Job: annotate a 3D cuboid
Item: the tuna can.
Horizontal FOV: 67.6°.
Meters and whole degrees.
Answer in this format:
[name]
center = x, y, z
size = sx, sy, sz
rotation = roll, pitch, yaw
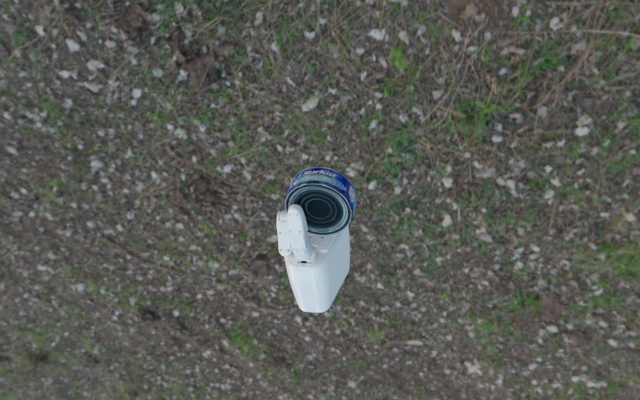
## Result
[tuna can]
center = 0.000, 0.002, 0.587
size = 0.086, 0.086, 0.033
rotation = 0, 39, 14
